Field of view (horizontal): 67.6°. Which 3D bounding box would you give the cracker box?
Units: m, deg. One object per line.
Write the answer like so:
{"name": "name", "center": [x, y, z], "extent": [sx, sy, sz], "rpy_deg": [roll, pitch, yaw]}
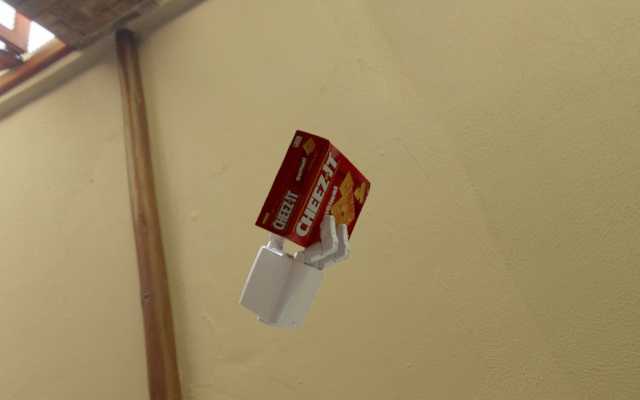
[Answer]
{"name": "cracker box", "center": [0.000, 0.003, 0.808], "extent": [0.072, 0.164, 0.214], "rpy_deg": [19, -8, 28]}
